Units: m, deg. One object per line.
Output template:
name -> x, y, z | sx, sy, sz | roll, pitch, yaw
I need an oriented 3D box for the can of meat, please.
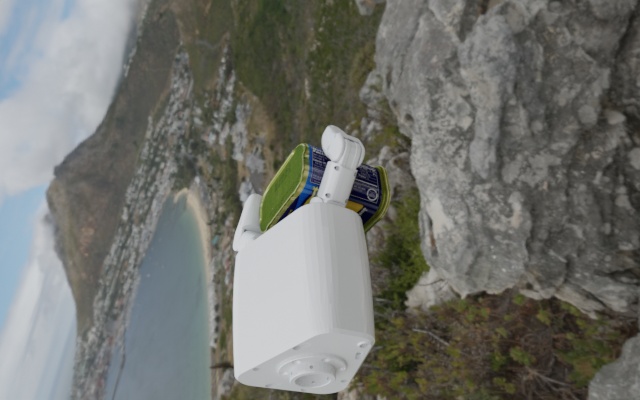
can of meat -> 0.000, 0.001, 0.437 | 0.084, 0.057, 0.102 | 17, -42, -23
